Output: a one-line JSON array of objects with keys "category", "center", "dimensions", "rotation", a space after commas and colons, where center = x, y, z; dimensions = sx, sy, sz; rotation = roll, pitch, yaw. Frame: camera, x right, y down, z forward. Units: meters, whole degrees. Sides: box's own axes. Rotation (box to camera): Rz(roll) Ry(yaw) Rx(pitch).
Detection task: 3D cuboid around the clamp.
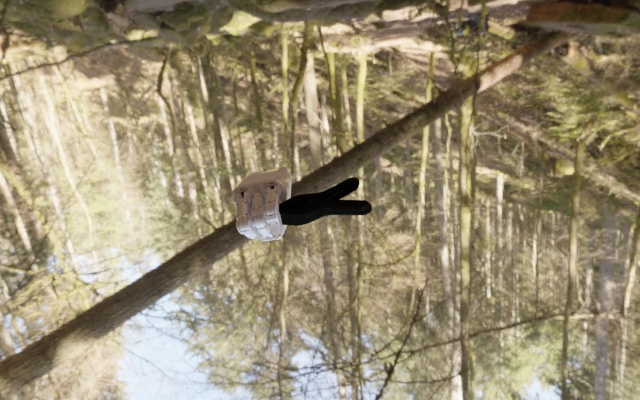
[{"category": "clamp", "center": [0.000, 0.003, 0.817], "dimensions": [0.171, 0.039, 0.120], "rotation": [-8, 20, 6]}]
